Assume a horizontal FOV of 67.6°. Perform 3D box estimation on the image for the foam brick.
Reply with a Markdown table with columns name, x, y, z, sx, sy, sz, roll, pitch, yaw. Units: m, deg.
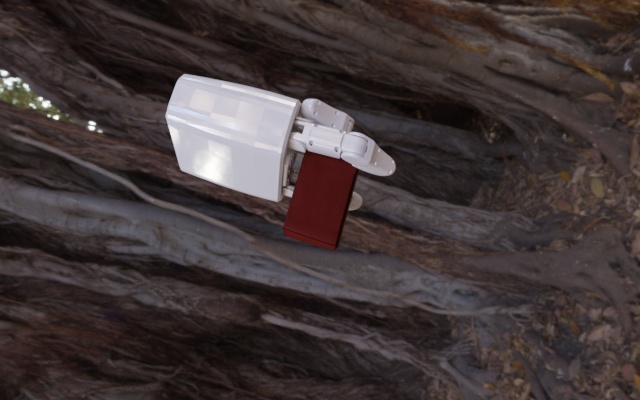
| name | x | y | z | sx | sy | sz | roll | pitch | yaw |
| --- | --- | --- | --- | --- | --- | --- | --- | --- | --- |
| foam brick | 0.000 | 0.002 | 0.441 | 0.051 | 0.078 | 0.053 | 16 | -11 | 0 |
